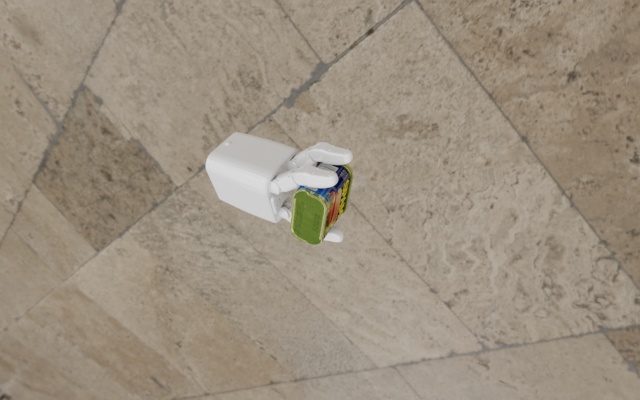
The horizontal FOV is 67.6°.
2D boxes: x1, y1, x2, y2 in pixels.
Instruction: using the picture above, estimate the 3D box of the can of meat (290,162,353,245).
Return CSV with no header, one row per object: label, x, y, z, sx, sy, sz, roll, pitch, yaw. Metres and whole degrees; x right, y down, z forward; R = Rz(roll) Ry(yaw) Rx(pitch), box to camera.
can of meat,0.000,0.003,0.680,0.057,0.102,0.084,23,45,15
